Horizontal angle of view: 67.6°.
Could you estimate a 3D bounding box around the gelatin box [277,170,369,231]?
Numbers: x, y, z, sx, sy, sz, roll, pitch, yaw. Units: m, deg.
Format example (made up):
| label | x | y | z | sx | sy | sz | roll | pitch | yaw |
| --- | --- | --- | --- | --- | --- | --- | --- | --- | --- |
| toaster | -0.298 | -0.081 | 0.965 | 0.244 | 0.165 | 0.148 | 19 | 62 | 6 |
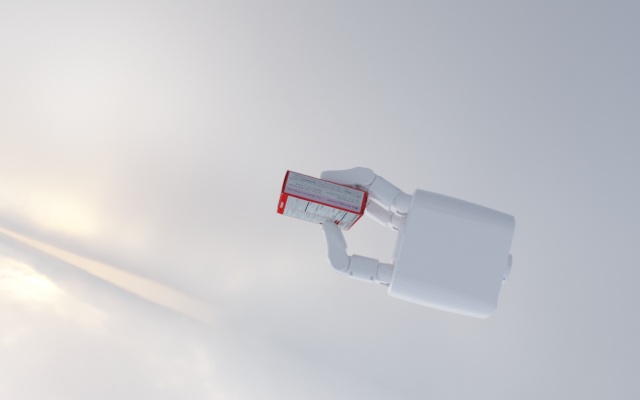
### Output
| label | x | y | z | sx | sy | sz | roll | pitch | yaw |
| --- | --- | --- | --- | --- | --- | --- | --- | --- | --- |
| gelatin box | 0.000 | 0.002 | 0.518 | 0.089 | 0.030 | 0.073 | 14 | -19 | -4 |
